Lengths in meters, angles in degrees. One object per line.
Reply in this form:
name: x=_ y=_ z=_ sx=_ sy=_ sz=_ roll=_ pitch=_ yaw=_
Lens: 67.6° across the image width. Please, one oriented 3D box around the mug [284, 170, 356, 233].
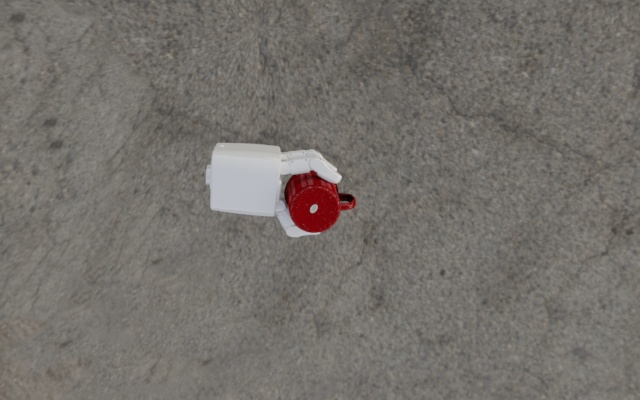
mug: x=0.002 y=0.003 z=0.779 sx=0.117 sy=0.093 sz=0.081 roll=3 pitch=19 yaw=-7
